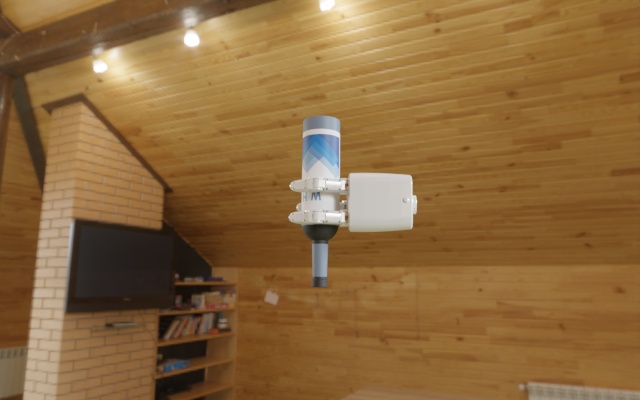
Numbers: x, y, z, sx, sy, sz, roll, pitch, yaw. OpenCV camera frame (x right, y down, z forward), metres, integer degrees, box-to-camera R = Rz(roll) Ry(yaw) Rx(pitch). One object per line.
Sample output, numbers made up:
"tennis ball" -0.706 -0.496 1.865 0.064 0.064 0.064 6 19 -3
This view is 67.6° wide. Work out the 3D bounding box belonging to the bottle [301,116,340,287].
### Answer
"bottle" 0.000 0.002 0.838 0.069 0.295 0.069 1 -9 0
